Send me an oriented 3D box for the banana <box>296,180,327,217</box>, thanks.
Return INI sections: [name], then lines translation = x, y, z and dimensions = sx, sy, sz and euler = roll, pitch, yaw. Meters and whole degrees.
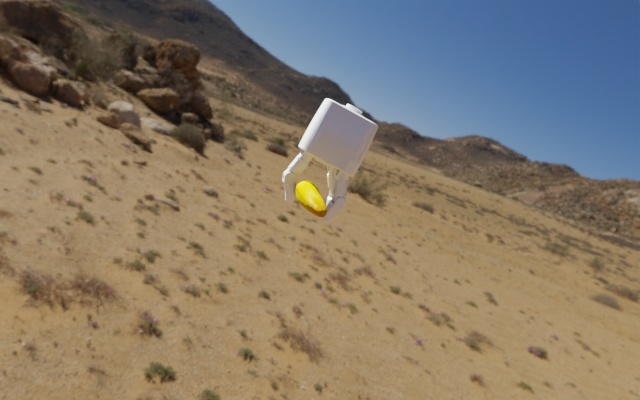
[banana]
translation = -0.015, -0.008, 0.865
dimensions = 0.069, 0.037, 0.198
euler = 34, 5, -2
